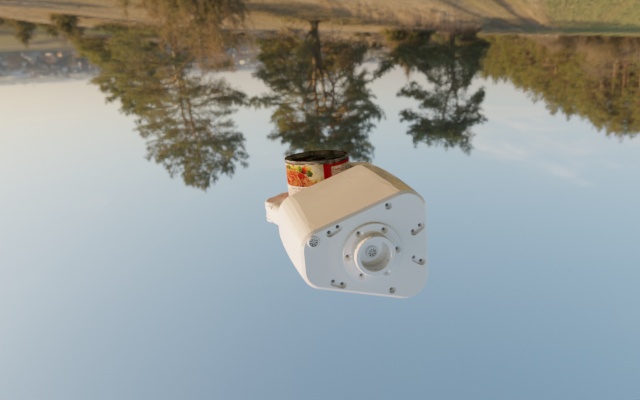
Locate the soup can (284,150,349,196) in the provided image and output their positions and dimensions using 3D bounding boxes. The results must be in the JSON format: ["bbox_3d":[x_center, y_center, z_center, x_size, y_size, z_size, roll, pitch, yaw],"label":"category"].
[{"bbox_3d":[0.000,0.002,0.512,0.068,0.102,0.068,-5,15,1],"label":"soup can"}]
